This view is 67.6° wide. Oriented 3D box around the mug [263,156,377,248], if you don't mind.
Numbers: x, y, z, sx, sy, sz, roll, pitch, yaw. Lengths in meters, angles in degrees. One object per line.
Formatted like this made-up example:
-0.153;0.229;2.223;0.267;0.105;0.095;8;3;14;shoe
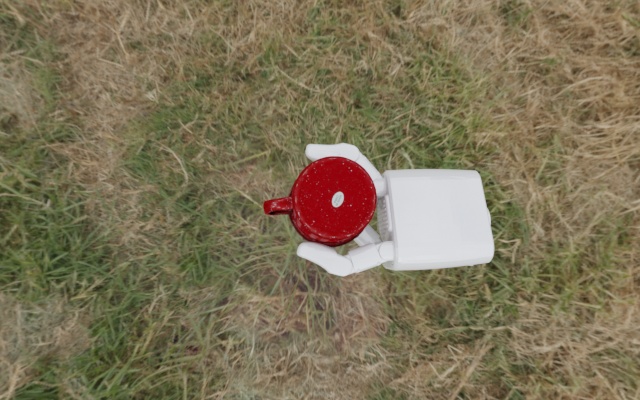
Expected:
-0.001;0.002;0.488;0.117;0.093;0.081;-2;-6;-3;mug
